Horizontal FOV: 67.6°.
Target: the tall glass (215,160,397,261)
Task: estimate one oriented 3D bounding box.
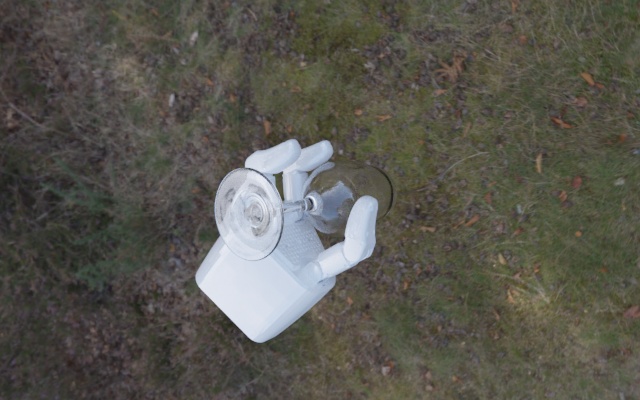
[{"bbox_3d":[0.000,0.002,0.454,0.079,0.079,0.201,0,6,36],"label":"tall glass"}]
